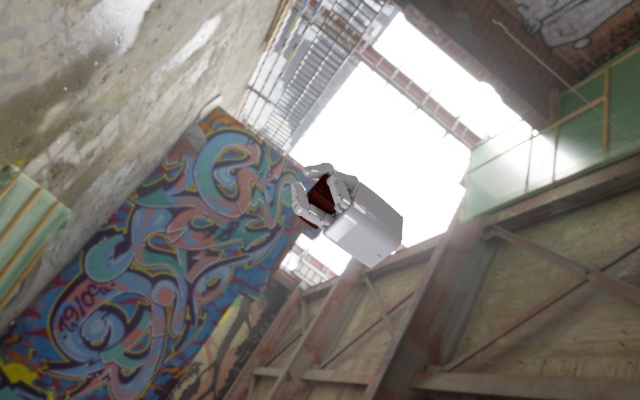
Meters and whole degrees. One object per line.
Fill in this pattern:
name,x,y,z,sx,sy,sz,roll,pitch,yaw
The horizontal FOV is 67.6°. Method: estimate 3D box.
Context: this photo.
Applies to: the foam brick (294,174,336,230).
foam brick,0.000,0.003,0.830,0.051,0.053,0.078,37,-47,-7
